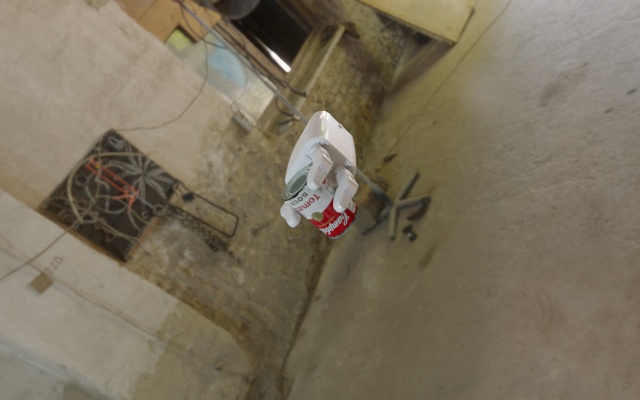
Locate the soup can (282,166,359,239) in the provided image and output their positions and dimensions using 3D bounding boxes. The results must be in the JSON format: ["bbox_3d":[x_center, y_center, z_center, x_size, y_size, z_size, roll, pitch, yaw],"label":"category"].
[{"bbox_3d":[0.000,0.003,0.736,0.102,0.068,0.068,40,-18,-23],"label":"soup can"}]
